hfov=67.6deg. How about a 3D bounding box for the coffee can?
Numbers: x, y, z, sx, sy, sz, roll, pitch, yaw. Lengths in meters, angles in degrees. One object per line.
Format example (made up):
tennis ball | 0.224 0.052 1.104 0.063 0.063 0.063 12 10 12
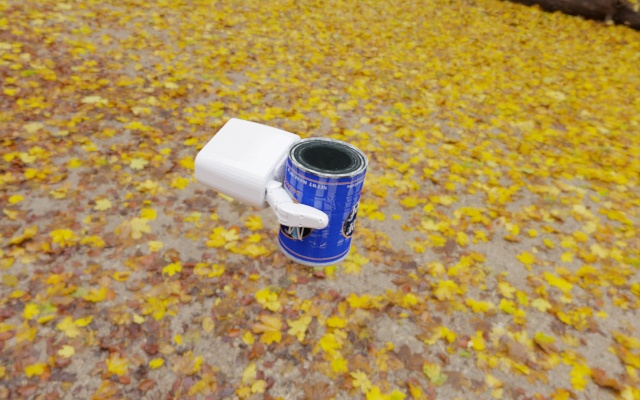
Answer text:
coffee can | 0.000 0.002 0.632 0.103 0.140 0.102 6 33 -4
